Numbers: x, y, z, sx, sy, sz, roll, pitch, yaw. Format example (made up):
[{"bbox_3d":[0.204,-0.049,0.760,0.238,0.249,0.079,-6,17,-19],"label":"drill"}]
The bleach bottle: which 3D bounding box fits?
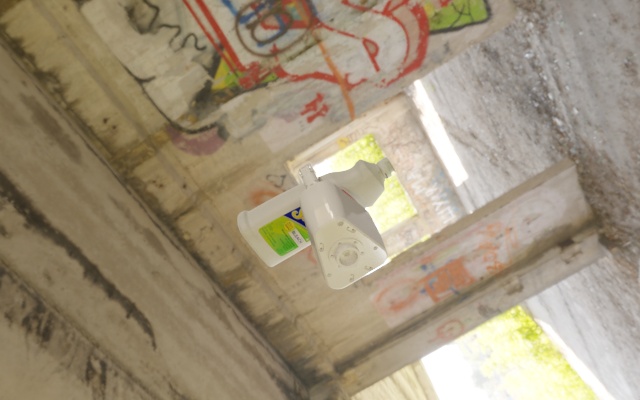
[{"bbox_3d":[0.000,0.003,0.756,0.251,0.103,0.068,-31,28,6],"label":"bleach bottle"}]
